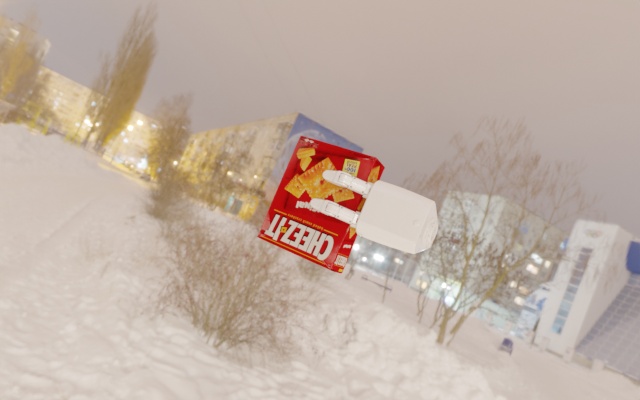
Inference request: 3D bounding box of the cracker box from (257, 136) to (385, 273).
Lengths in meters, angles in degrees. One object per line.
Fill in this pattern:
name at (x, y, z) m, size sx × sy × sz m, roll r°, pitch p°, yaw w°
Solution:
cracker box at (0.000, 0.003, 0.880) m, size 0.164 × 0.213 × 0.072 m, roll 21°, pitch -5°, yaw 25°
